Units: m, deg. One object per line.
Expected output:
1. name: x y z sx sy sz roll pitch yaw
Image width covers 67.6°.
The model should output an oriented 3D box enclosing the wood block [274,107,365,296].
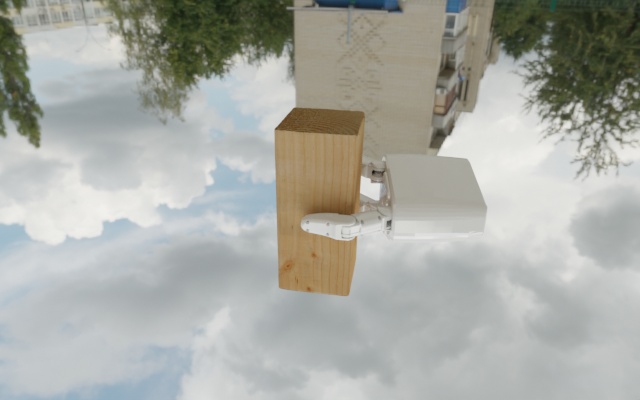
1. wood block: 0.000 0.002 0.576 0.090 0.206 0.090 5 27 9
